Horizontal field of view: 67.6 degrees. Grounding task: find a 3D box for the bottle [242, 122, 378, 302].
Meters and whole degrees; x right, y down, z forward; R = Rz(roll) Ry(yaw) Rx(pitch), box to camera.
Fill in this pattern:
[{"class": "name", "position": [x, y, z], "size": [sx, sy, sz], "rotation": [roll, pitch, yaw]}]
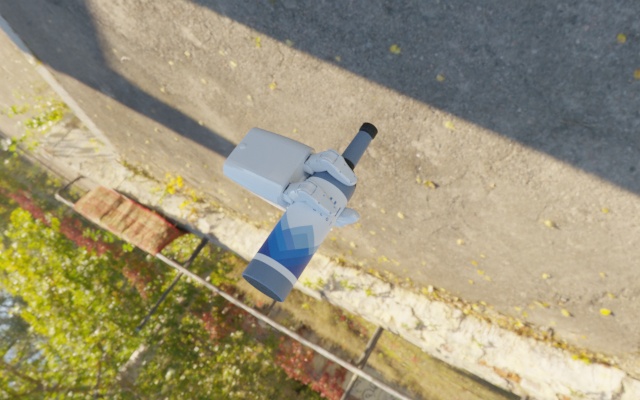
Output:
[{"class": "bottle", "position": [0.000, 0.002, 0.680], "size": [0.069, 0.295, 0.069], "rotation": [29, -22, 13]}]
